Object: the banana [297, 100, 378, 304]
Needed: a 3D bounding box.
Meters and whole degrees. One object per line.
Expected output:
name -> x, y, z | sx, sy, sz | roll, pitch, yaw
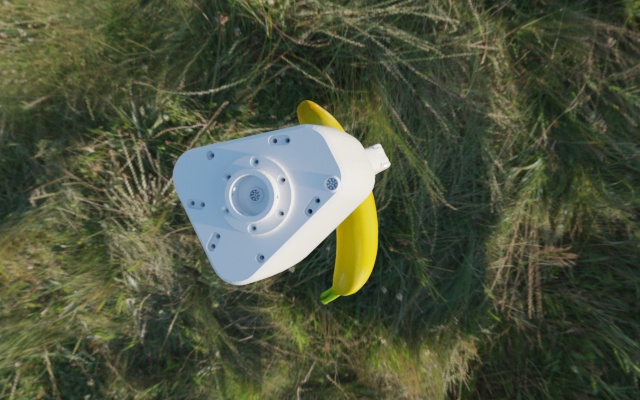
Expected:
banana -> 0.017, 0.004, 0.439 | 0.069, 0.198, 0.037 | -3, 7, 25
